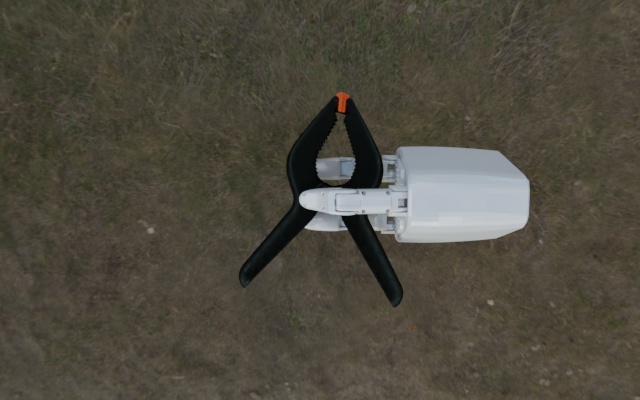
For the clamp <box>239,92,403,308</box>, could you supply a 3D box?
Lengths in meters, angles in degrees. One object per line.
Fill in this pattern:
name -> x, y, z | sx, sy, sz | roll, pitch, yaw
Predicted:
clamp -> 0.000, 0.001, 0.470 | 0.164, 0.210, 0.036 | 0, 5, 2
